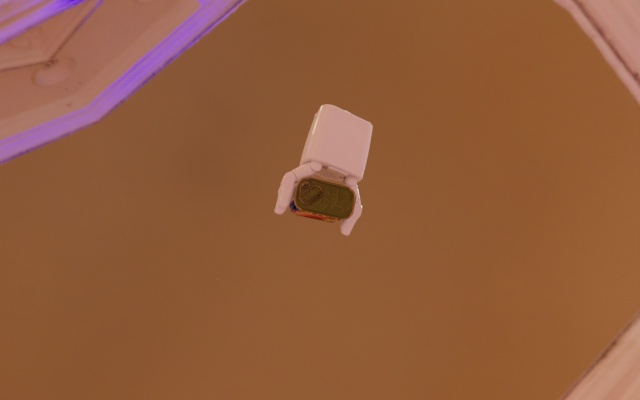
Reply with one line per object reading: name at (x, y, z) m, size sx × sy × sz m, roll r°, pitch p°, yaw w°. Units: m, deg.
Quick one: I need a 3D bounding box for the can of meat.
can of meat at (0.000, 0.003, 0.824) m, size 0.102 × 0.057 × 0.084 m, roll 13°, pitch -11°, yaw -10°
